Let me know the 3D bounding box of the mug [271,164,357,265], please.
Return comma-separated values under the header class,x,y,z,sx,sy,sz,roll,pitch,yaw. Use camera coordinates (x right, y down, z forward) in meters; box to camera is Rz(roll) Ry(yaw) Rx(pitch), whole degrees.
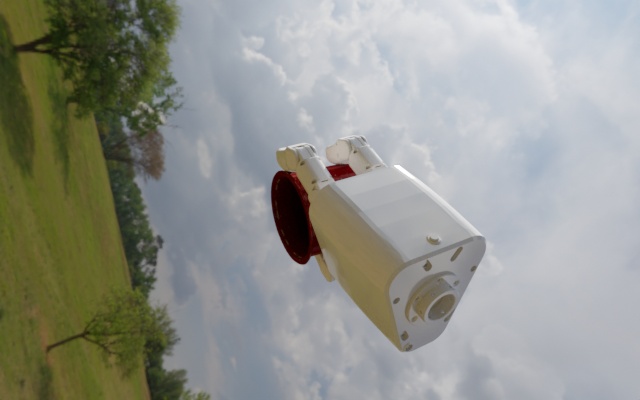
class,x,y,z,sx,sy,sz,roll,pitch,yaw
mug,0.000,0.001,0.484,0.081,0.093,0.117,-14,40,-24
